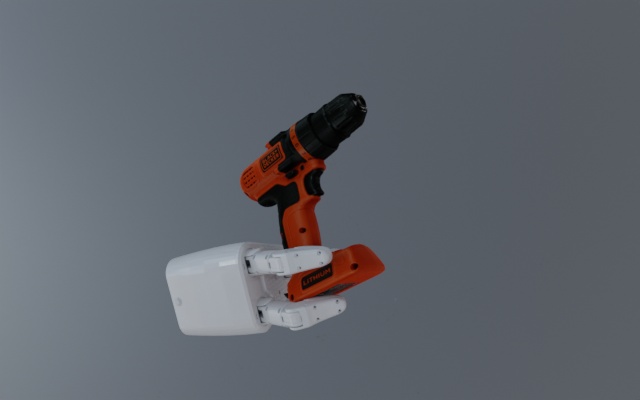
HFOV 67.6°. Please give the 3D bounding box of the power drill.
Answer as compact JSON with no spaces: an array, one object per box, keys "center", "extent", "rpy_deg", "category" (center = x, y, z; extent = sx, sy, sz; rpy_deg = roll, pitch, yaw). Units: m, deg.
[{"center":[0.000,0.002,0.509],"extent":[0.184,0.187,0.057],"rpy_deg":[-35,-28,34],"category":"power drill"}]
